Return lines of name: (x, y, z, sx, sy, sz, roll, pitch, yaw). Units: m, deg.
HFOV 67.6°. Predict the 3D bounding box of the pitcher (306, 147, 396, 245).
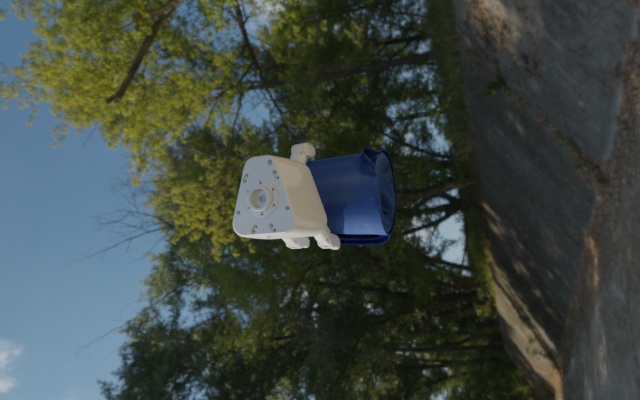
pitcher: (0.000, 0.003, 0.785, 0.243, 0.149, 0.145, -4, -4, 21)
